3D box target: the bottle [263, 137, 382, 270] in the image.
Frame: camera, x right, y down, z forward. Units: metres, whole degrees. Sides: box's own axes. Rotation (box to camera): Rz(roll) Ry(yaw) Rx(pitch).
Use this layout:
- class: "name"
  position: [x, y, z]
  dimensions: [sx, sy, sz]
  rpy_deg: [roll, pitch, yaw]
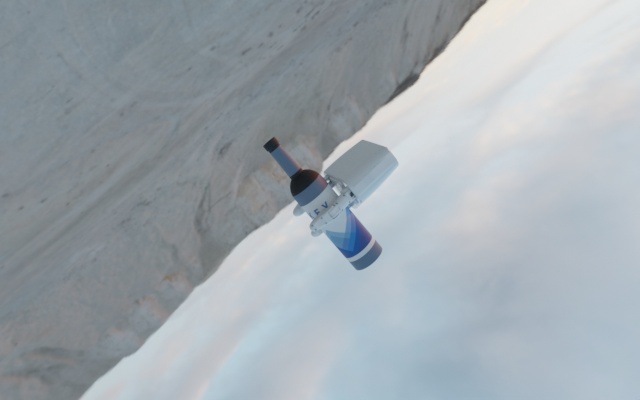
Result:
- class: "bottle"
  position: [0.000, 0.003, 0.890]
  dimensions: [0.069, 0.296, 0.069]
  rpy_deg: [-38, 13, 10]
